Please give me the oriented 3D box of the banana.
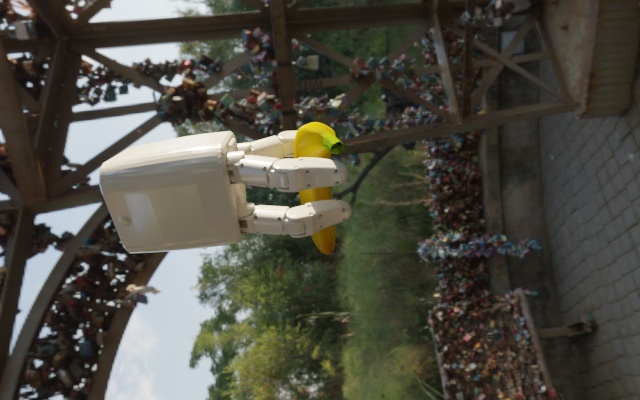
[{"bbox_3d":[-0.004,-0.016,0.476,0.037,0.069,0.198,-10,-31,-6],"label":"banana"}]
